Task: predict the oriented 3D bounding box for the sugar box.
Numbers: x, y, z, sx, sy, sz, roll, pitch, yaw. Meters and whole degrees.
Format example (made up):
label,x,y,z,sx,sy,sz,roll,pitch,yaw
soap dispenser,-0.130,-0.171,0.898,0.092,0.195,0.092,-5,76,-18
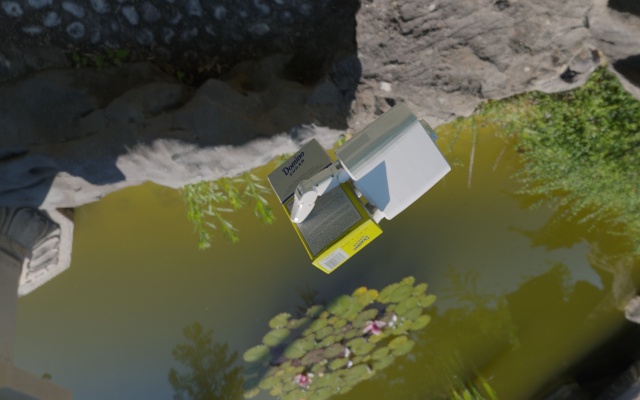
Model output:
label,x,y,z,sx,sy,sz,roll,pitch,yaw
sugar box,0.001,0.002,0.649,0.093,0.176,0.048,-38,-43,8
